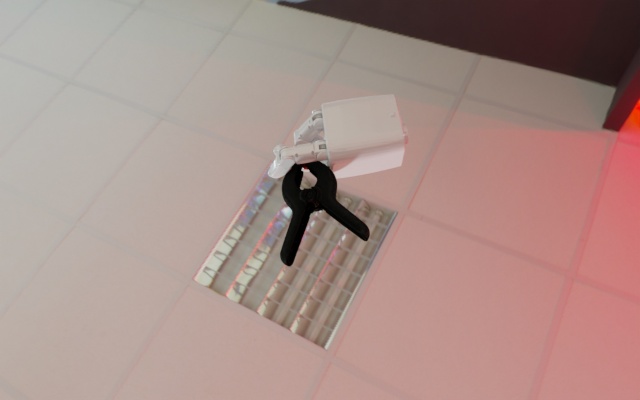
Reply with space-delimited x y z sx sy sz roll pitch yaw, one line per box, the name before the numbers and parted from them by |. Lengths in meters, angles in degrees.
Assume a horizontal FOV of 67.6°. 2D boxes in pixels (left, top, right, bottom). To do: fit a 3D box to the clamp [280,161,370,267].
clamp | 0.000 0.002 0.655 0.120 0.171 0.039 -8 -29 4
